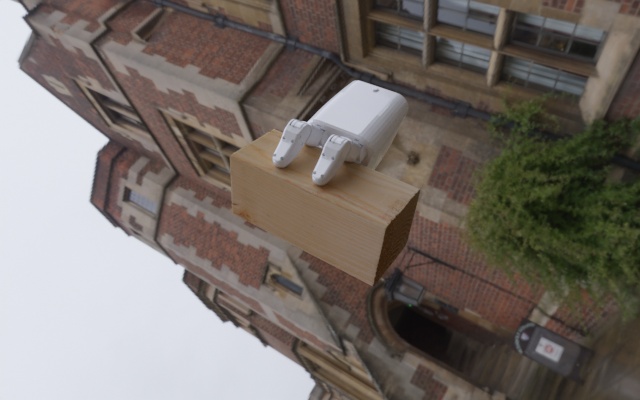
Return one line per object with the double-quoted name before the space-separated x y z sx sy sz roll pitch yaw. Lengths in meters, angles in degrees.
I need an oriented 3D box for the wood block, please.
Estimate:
"wood block" 0.000 0.002 0.572 0.206 0.091 0.090 25 42 23
